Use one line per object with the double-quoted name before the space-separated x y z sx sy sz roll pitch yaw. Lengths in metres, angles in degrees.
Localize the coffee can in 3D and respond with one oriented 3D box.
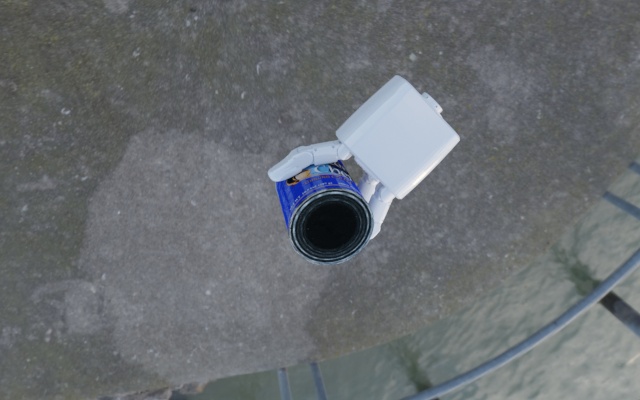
"coffee can" 0.000 0.002 0.614 0.103 0.103 0.140 0 26 -12
